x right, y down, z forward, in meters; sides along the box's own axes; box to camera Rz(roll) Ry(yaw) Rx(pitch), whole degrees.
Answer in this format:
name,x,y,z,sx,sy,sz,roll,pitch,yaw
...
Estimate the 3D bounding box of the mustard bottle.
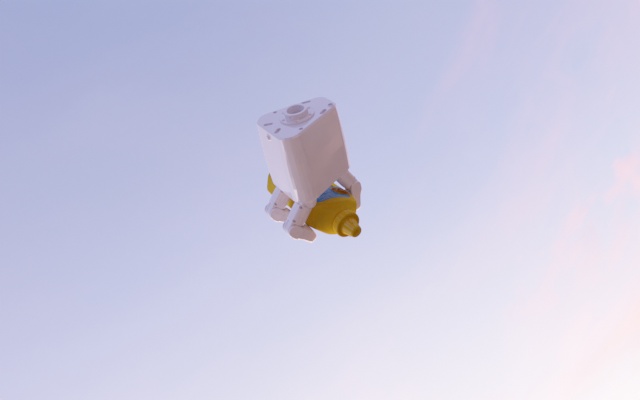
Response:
name,x,y,z,sx,sy,sz,roll,pitch,yaw
mustard bottle,0.000,0.003,0.742,0.096,0.058,0.191,-8,30,-34
